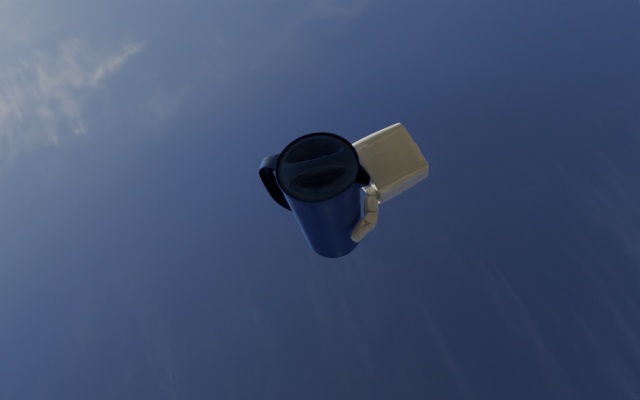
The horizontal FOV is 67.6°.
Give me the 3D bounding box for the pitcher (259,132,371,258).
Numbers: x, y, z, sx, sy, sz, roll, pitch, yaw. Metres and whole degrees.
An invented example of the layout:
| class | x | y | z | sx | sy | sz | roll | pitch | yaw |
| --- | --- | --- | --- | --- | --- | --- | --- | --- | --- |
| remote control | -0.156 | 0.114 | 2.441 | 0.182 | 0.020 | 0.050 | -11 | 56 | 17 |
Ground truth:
| class | x | y | z | sx | sy | sz | roll | pitch | yaw |
| --- | --- | --- | --- | --- | --- | --- | --- | --- | --- |
| pitcher | 0.000 | 0.003 | 0.836 | 0.145 | 0.149 | 0.243 | -30 | -31 | -9 |
